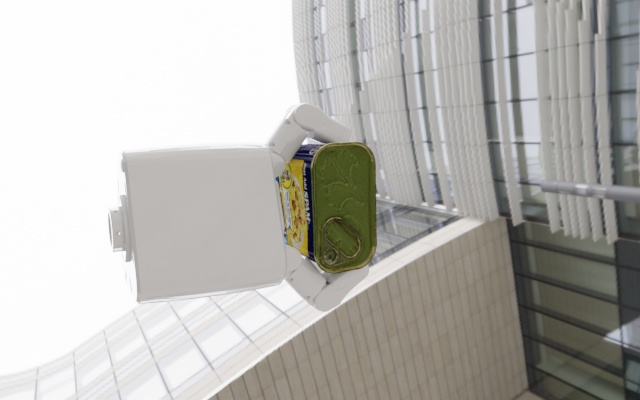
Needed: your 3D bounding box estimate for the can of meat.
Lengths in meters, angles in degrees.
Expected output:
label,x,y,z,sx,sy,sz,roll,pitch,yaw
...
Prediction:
label,x,y,z,sx,sy,sz,roll,pitch,yaw
can of meat,0.000,0.001,0.405,0.057,0.102,0.084,-7,10,-28
